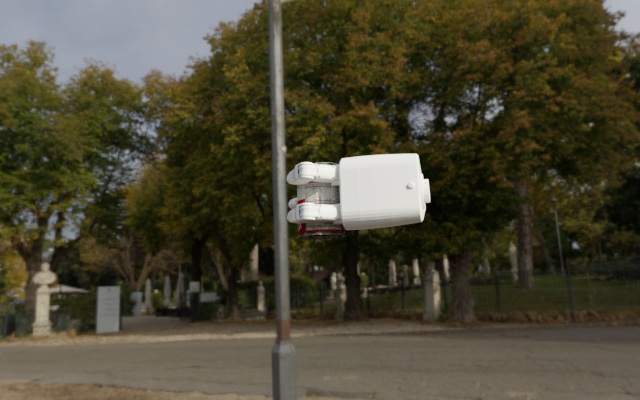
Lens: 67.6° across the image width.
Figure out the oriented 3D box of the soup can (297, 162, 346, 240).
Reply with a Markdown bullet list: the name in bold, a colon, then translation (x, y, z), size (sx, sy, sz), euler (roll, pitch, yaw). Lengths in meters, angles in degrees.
- **soup can**: translation (0.000, 0.002, 0.687), size (0.068, 0.102, 0.068), euler (-2, -10, 0)
